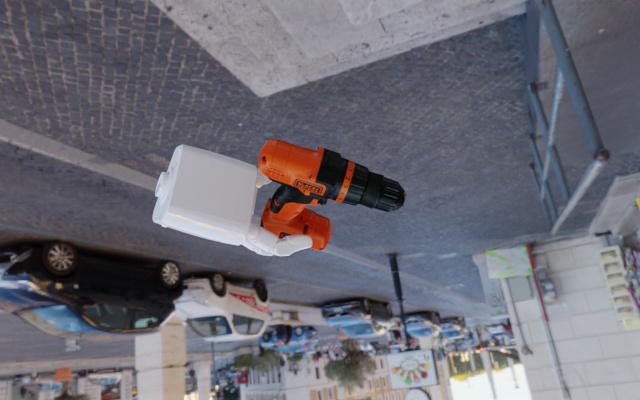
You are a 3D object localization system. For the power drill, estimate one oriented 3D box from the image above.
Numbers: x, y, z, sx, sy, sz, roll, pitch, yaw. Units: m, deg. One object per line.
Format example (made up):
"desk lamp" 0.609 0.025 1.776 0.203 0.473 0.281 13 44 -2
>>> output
"power drill" 0.000 0.002 0.637 0.184 0.057 0.188 19 -32 -5
